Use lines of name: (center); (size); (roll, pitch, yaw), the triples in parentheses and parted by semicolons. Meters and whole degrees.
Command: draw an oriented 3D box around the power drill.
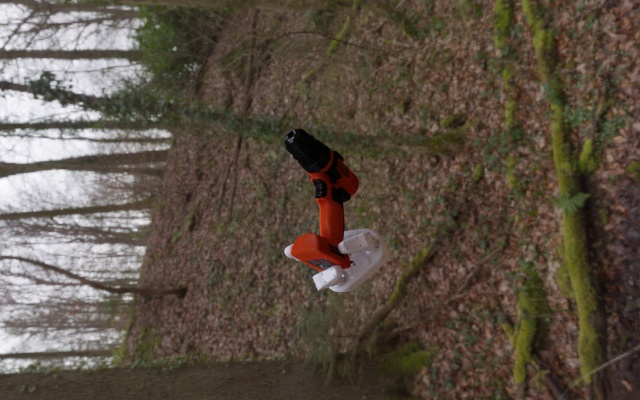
power drill: (0.000, 0.003, 0.730); (0.057, 0.187, 0.184); (-11, -30, 32)
